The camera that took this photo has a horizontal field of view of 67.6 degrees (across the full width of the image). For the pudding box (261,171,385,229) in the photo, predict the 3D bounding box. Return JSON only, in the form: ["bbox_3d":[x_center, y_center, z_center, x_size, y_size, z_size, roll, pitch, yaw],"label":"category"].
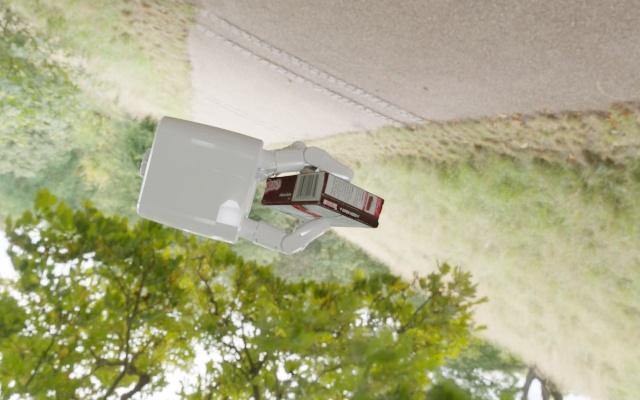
[{"bbox_3d":[0.000,0.002,0.538,0.090,0.039,0.113,22,-13,-36],"label":"pudding box"}]
